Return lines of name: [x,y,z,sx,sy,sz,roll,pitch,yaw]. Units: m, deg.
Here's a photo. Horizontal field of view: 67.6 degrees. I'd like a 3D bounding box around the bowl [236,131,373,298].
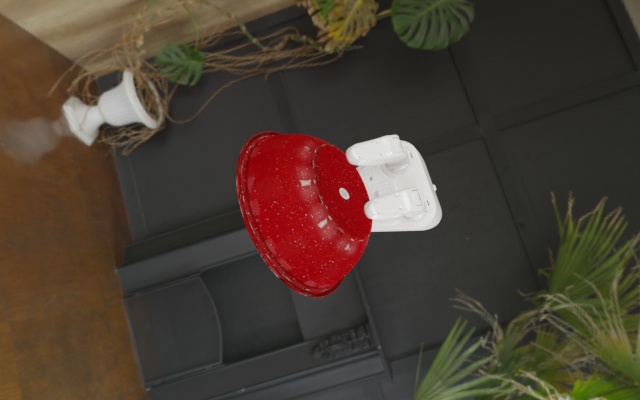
bowl: [0.000,0.002,0.429,0.055,0.162,0.162,-24,-12,29]
